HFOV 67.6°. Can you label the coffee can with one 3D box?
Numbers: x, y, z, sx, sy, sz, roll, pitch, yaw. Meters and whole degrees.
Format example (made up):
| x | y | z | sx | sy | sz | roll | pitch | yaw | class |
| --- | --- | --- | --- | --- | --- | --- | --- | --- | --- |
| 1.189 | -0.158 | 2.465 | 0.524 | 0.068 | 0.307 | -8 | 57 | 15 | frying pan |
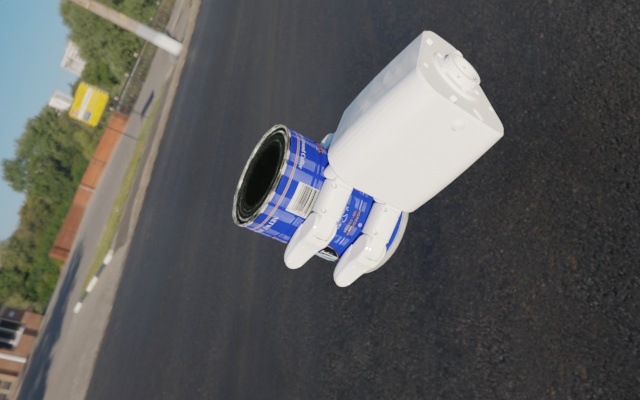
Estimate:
| x | y | z | sx | sy | sz | roll | pitch | yaw | class |
| --- | --- | --- | --- | --- | --- | --- | --- | --- | --- |
| 0.000 | 0.002 | 0.470 | 0.140 | 0.103 | 0.103 | 24 | -11 | -26 | coffee can |
